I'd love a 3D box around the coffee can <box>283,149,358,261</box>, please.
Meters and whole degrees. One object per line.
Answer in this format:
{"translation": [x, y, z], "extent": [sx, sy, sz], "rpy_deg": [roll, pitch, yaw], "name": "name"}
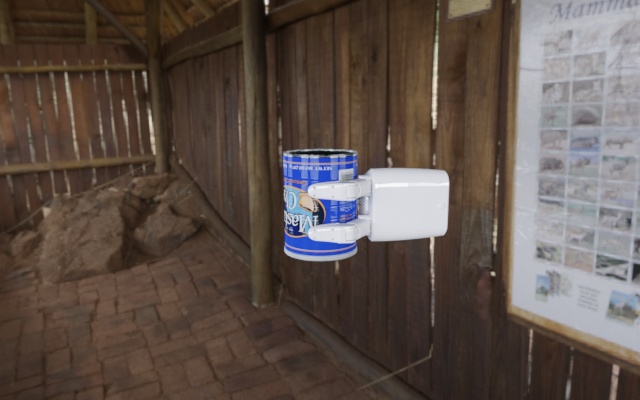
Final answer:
{"translation": [0.000, 0.002, 0.662], "extent": [0.103, 0.140, 0.103], "rpy_deg": [0, 11, 0], "name": "coffee can"}
